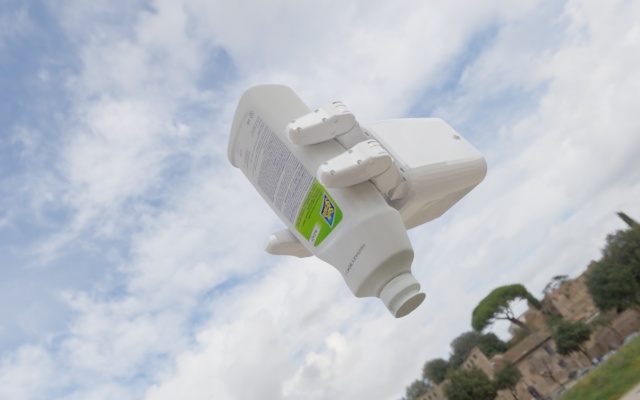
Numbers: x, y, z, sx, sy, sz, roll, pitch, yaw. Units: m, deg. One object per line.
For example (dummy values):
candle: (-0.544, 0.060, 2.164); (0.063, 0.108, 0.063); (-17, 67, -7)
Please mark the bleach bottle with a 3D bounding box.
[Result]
bleach bottle: (0.000, 0.001, 0.425); (0.068, 0.103, 0.250); (-11, 48, -34)
